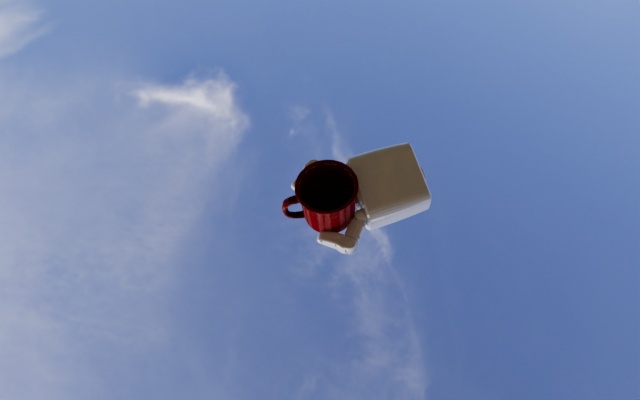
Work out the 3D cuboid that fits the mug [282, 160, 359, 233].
[{"bbox_3d":[-0.001,0.003,0.720,0.117,0.093,0.081,-16,-30,-5],"label":"mug"}]
